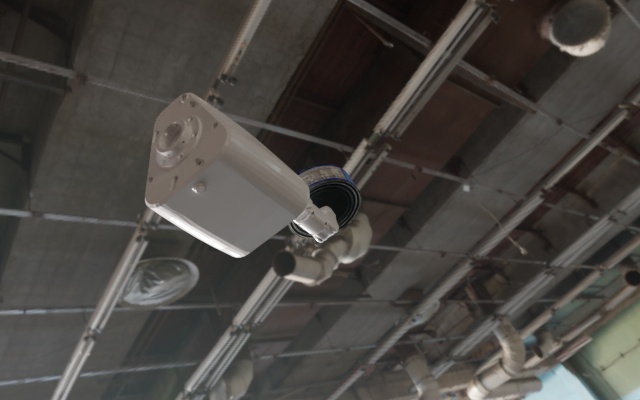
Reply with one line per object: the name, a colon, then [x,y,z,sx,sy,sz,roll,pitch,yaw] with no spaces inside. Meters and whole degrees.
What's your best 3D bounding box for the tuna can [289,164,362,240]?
tuna can: [0.000,0.001,0.530,0.086,0.086,0.033,0,40,-27]
